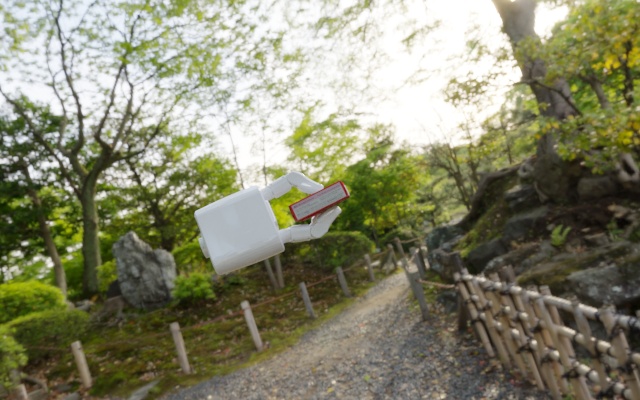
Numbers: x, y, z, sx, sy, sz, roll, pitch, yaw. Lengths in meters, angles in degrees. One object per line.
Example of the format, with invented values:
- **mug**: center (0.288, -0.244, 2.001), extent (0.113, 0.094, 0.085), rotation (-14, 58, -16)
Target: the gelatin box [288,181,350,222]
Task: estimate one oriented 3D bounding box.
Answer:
- **gelatin box**: center (0.000, 0.002, 0.733), extent (0.089, 0.030, 0.073), rotation (-27, -3, 5)
